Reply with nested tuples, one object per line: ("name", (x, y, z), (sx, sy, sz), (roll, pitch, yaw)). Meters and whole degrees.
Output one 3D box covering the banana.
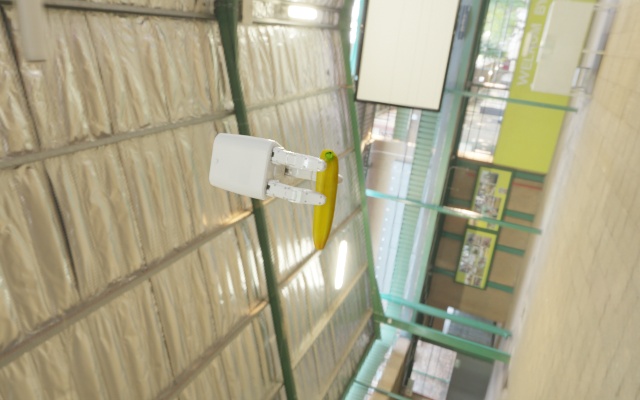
("banana", (0.006, -0.010, 0.807), (0.037, 0.198, 0.069), (12, 35, 13))
